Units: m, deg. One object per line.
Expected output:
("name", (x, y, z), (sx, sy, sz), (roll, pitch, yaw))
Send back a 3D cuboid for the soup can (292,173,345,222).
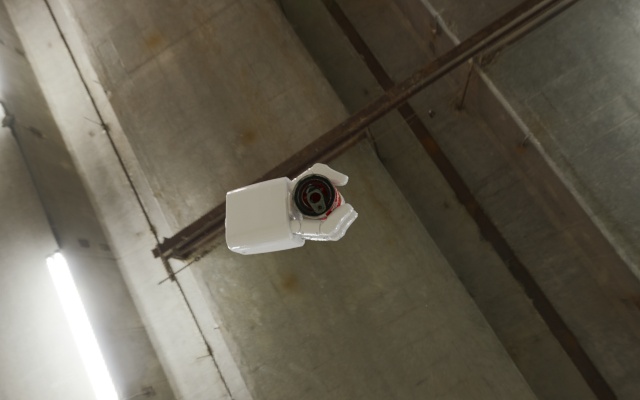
("soup can", (0.001, 0.002, 0.768), (0.068, 0.068, 0.102), (0, -12, 12))
